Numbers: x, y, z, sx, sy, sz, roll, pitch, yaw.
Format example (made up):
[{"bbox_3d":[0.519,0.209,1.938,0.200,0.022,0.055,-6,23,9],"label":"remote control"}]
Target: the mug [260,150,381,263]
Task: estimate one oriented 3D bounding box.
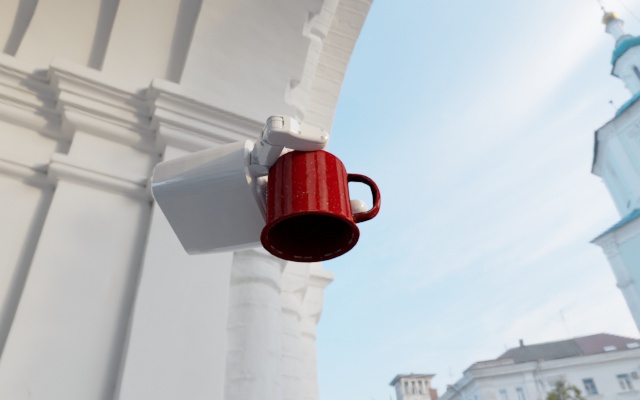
[{"bbox_3d":[0.001,0.001,0.465,0.117,0.081,0.093,-10,-36,9],"label":"mug"}]
